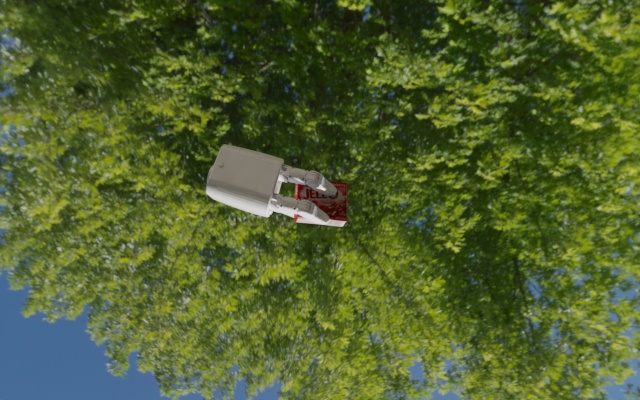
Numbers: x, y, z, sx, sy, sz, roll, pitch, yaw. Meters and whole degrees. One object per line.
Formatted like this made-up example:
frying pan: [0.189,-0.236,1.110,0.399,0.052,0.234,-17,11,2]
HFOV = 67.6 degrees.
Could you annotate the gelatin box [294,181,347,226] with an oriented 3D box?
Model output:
gelatin box: [0.000,0.003,0.821,0.089,0.073,0.030,6,-24,-12]
